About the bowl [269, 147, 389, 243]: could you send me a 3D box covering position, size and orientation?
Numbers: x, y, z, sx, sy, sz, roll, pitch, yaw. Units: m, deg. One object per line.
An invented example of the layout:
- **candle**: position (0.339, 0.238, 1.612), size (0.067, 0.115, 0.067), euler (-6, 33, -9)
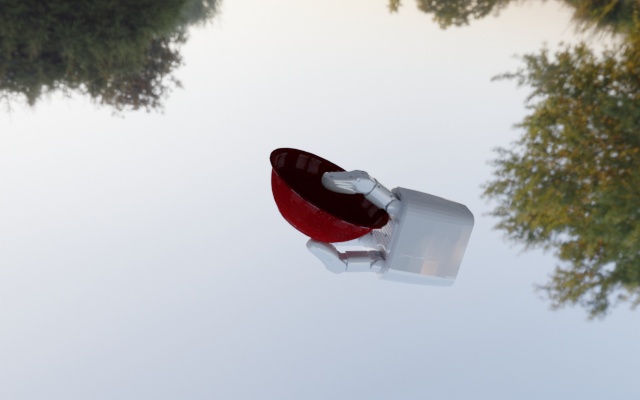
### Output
- **bowl**: position (-0.001, 0.002, 0.578), size (0.162, 0.055, 0.162), euler (27, 23, -12)
